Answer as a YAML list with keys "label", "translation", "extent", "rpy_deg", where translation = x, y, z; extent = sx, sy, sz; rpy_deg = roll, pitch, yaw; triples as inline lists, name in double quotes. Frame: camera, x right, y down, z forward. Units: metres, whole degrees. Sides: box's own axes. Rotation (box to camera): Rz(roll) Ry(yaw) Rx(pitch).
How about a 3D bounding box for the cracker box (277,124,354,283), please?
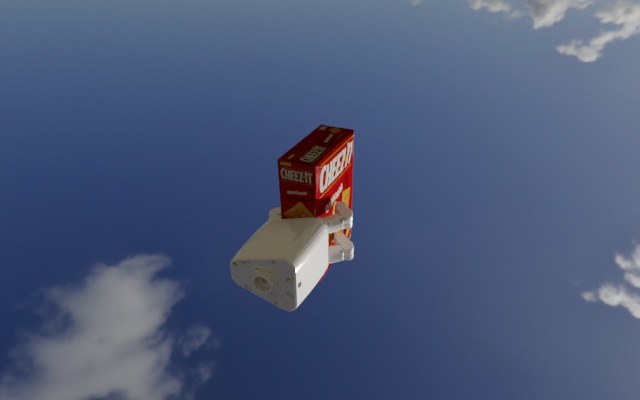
- label: "cracker box"
  translation: [0.000, 0.003, 0.798]
  extent: [0.072, 0.214, 0.164]
  rpy_deg: [12, 31, 20]
